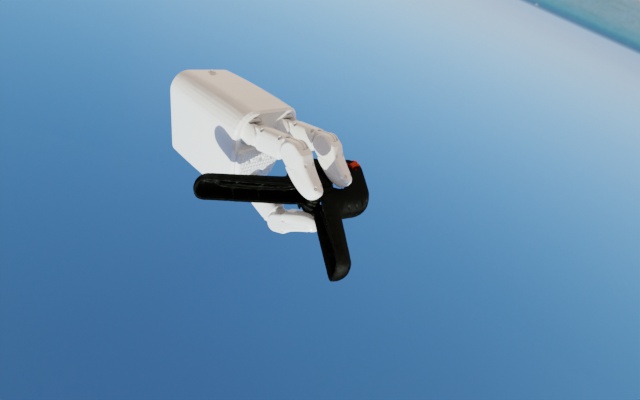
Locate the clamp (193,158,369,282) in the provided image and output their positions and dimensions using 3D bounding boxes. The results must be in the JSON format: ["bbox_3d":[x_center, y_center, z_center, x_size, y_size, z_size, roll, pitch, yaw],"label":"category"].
[{"bbox_3d":[0.000,0.002,0.490,0.164,0.036,0.210,35,31,22],"label":"clamp"}]
